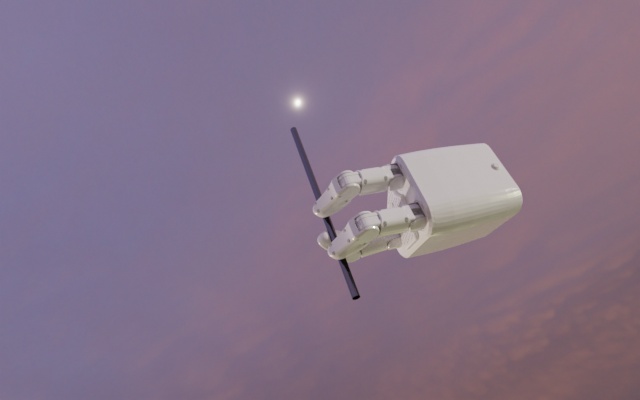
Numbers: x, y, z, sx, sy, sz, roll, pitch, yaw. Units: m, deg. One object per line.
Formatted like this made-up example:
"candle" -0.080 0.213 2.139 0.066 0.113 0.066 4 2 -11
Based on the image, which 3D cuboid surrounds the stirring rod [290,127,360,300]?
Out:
"stirring rod" 0.000 0.002 0.522 0.011 0.239 0.011 -13 -37 -10
